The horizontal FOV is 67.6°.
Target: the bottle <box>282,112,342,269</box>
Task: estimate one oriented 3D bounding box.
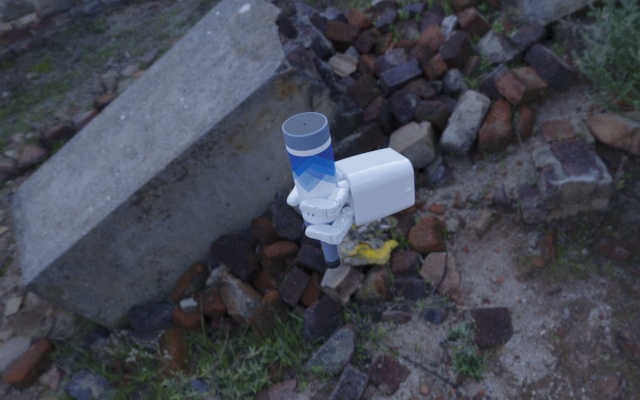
[{"bbox_3d":[0.000,0.002,0.776,0.069,0.296,0.069,-7,39,6],"label":"bottle"}]
